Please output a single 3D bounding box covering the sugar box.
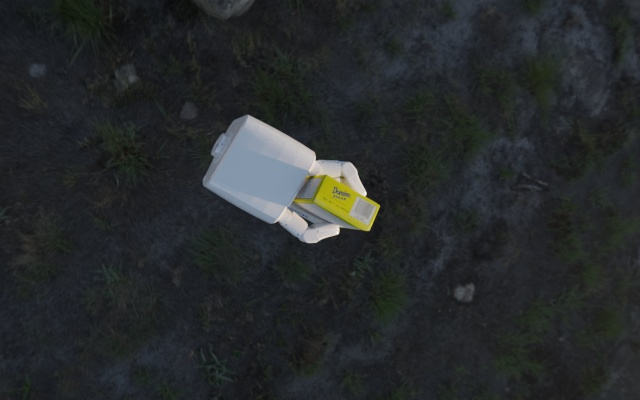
[{"bbox_3d":[0.000,0.002,0.694,0.093,0.048,0.176,30,-8,-22],"label":"sugar box"}]
